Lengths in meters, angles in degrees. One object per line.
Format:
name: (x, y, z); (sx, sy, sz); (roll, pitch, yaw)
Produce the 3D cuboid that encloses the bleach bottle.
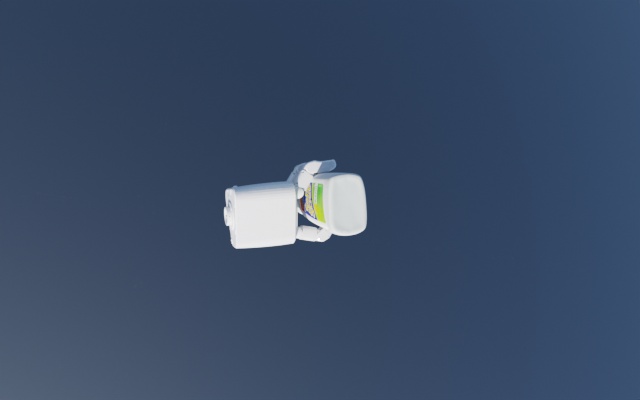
bleach bottle: (0.000, 0.003, 0.865); (0.068, 0.102, 0.251); (-4, 2, -20)
